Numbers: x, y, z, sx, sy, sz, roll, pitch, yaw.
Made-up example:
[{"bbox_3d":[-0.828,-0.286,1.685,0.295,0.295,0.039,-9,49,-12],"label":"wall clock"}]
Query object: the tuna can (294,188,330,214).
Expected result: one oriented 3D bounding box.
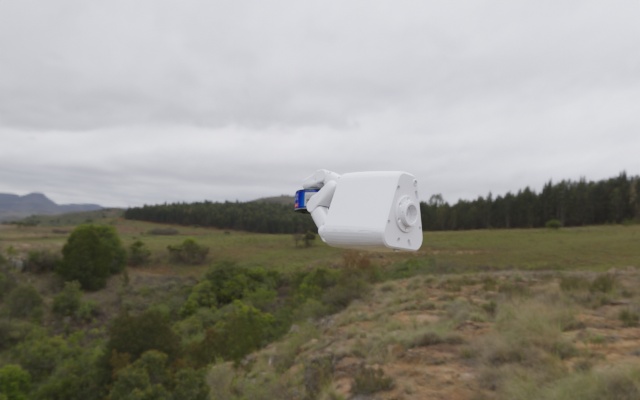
[{"bbox_3d":[0.000,0.002,0.786,0.086,0.033,0.086,2,-7,0],"label":"tuna can"}]
